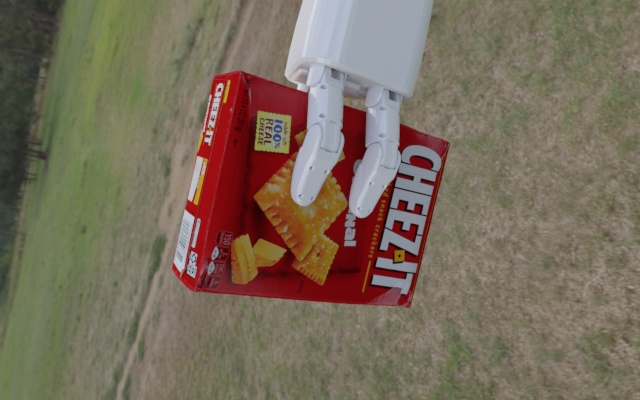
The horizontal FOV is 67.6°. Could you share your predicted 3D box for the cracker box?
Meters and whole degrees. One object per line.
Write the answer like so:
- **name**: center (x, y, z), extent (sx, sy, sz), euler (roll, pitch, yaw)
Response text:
- **cracker box**: center (0.000, 0.001, 0.411), extent (0.214, 0.164, 0.072), euler (12, 3, -31)
